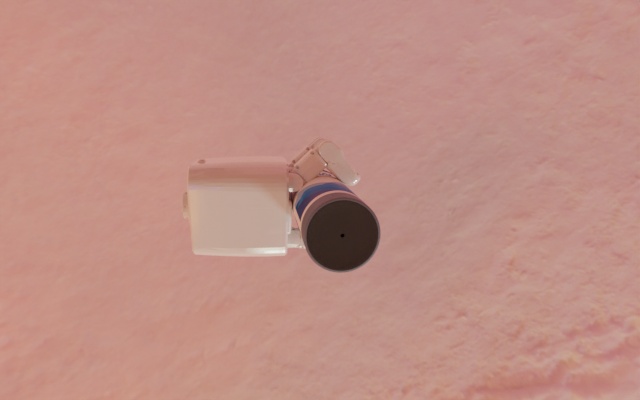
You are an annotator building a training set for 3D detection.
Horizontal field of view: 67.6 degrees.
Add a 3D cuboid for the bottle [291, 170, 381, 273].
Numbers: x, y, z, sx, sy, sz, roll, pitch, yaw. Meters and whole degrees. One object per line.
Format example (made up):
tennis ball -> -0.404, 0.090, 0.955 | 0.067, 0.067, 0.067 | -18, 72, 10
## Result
bottle -> 0.000, 0.002, 0.546 | 0.069, 0.069, 0.295 | 0, 11, -7
